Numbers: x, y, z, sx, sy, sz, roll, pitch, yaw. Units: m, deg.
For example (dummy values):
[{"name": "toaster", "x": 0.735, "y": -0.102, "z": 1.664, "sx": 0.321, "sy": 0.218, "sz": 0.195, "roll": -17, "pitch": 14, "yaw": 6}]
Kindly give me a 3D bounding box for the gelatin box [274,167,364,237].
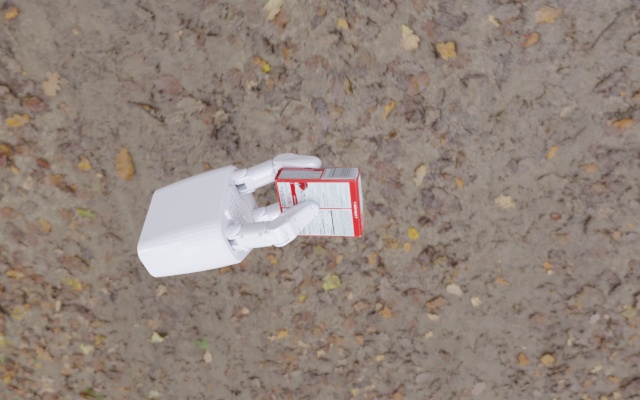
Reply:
[{"name": "gelatin box", "x": 0.000, "y": 0.002, "z": 0.513, "sx": 0.089, "sy": 0.073, "sz": 0.030, "roll": 1, "pitch": 33, "yaw": 13}]
